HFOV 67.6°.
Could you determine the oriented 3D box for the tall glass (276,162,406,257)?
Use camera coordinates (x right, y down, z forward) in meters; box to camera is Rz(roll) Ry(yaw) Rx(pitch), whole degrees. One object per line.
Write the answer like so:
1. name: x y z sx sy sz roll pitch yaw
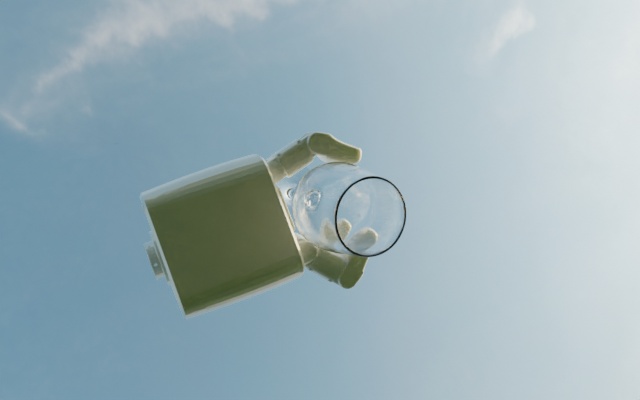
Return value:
1. tall glass: 0.000 0.001 0.448 0.079 0.079 0.201 0 6 -23
